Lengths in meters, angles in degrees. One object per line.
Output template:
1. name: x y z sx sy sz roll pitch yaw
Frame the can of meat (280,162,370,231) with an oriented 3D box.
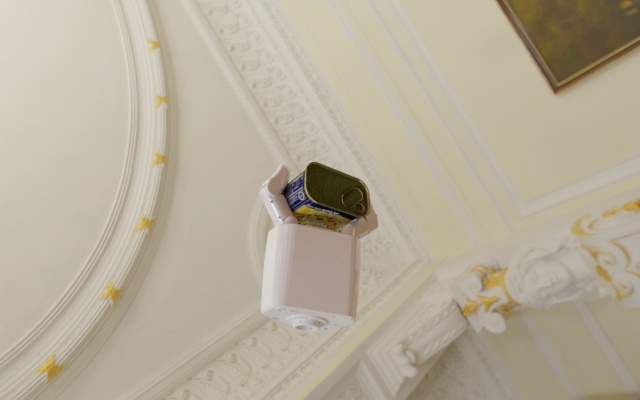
1. can of meat: 0.000 0.002 0.633 0.102 0.057 0.084 19 -33 -30
